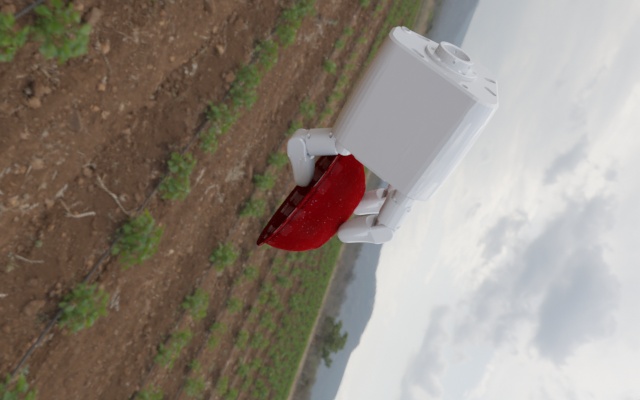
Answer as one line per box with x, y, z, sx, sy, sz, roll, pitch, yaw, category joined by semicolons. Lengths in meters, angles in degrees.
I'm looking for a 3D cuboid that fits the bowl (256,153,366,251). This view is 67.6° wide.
0.000;0.003;0.531;0.055;0.162;0.162;40;-7;-8;bowl
